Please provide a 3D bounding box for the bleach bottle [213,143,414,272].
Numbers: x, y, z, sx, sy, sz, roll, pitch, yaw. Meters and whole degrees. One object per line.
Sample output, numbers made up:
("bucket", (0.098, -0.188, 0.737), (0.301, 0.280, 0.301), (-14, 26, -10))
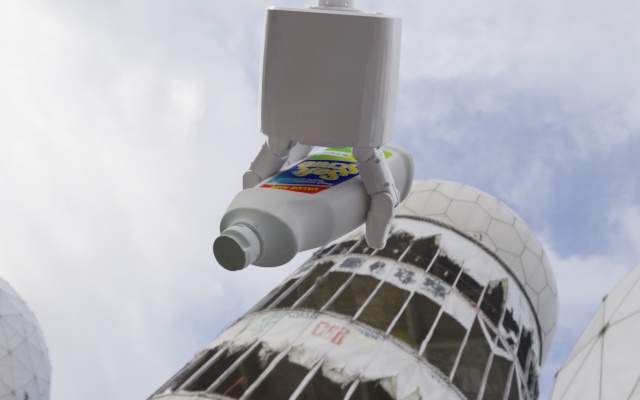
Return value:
("bleach bottle", (0.000, 0.001, 0.437), (0.102, 0.068, 0.250), (15, 24, 23))
